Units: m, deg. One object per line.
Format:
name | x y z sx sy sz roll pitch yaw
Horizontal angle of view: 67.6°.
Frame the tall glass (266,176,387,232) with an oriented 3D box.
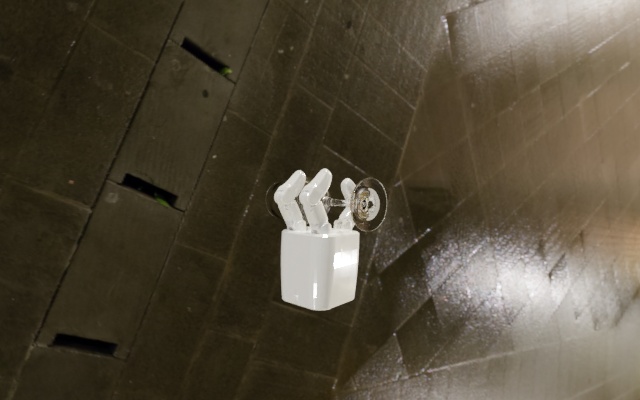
tall glass | 0.001 0.002 0.722 0.079 0.079 0.201 0 2 -42
